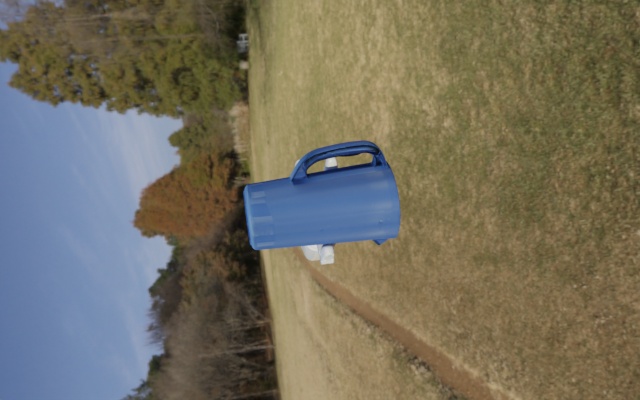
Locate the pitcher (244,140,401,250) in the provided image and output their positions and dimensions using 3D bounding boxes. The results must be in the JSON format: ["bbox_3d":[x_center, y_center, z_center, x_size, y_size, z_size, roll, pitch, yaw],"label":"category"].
[{"bbox_3d":[0.000,0.003,0.780,0.243,0.149,0.145,-7,-18,-7],"label":"pitcher"}]
